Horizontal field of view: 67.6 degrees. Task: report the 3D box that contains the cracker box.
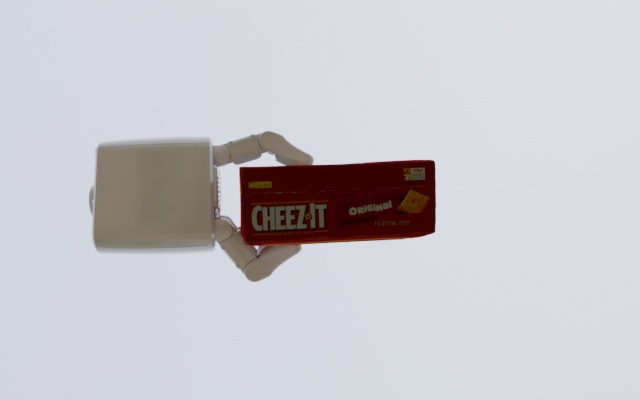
[{"bbox_3d":[0.000,0.001,0.489,0.164,0.072,0.213,-3,1,-9],"label":"cracker box"}]
